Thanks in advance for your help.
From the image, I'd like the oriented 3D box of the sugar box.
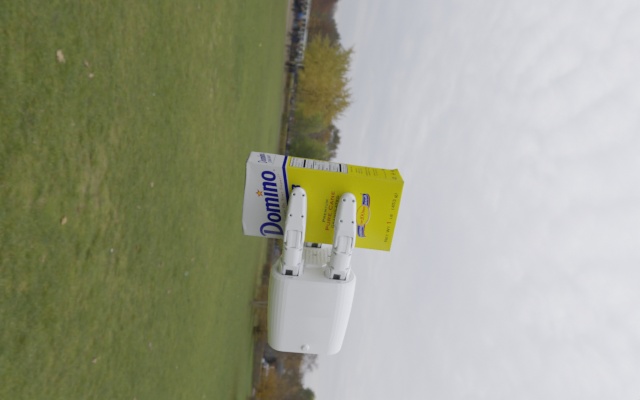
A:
[{"bbox_3d":[0.000,0.002,0.552,0.176,0.093,0.048,5,24,-4],"label":"sugar box"}]
